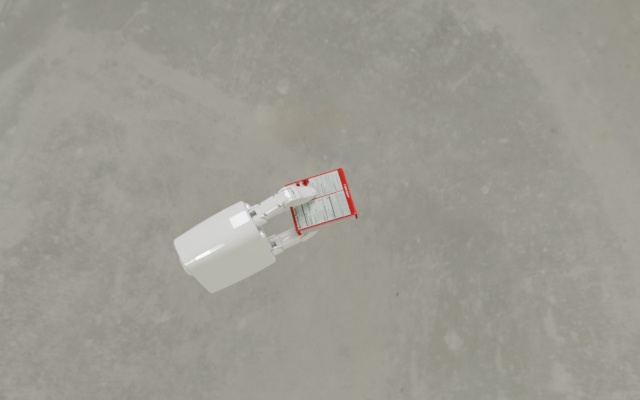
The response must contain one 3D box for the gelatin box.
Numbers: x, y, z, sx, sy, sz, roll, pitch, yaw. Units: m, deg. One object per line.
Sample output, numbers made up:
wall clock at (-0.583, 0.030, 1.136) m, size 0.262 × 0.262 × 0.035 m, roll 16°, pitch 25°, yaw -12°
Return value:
gelatin box at (0.000, 0.002, 0.680) m, size 0.089 × 0.073 × 0.030 m, roll -17°, pitch -19°, yaw 2°
